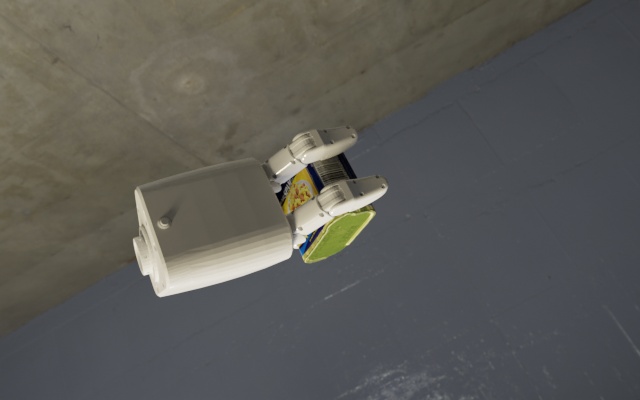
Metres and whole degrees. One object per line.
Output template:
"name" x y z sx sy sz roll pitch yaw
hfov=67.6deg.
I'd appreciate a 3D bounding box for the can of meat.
"can of meat" 0.000 0.002 0.465 0.057 0.084 0.102 -13 -26 -29
